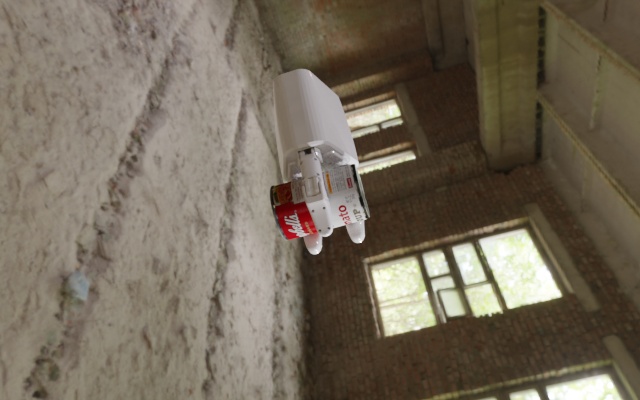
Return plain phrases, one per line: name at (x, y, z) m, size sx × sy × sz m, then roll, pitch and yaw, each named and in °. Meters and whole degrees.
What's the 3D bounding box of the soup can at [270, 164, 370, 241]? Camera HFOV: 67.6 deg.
soup can at (0.000, 0.002, 0.559) m, size 0.102 × 0.068 × 0.068 m, roll -15°, pitch -2°, yaw 8°
